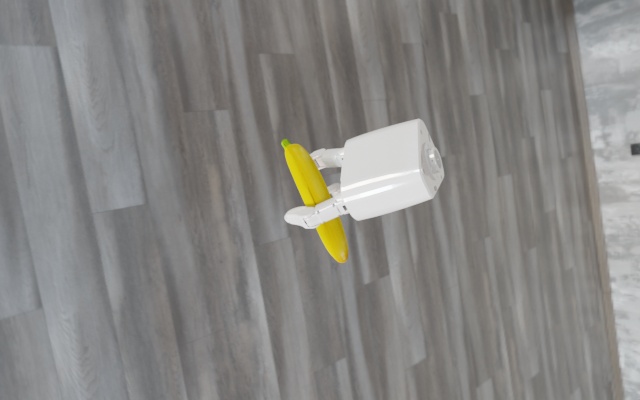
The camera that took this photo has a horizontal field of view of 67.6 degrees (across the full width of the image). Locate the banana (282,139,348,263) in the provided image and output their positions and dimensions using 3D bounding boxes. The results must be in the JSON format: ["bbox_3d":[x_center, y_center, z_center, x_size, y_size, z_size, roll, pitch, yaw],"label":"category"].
[{"bbox_3d":[-0.002,0.001,0.661,0.037,0.198,0.069,-24,5,4],"label":"banana"}]
